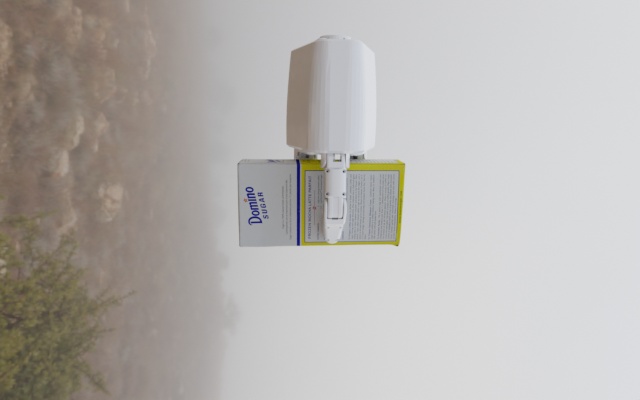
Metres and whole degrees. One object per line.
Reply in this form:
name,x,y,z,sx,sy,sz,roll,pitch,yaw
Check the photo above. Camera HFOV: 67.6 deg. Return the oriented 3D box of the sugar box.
sugar box,0.000,0.001,0.522,0.176,0.093,0.048,1,12,-2
